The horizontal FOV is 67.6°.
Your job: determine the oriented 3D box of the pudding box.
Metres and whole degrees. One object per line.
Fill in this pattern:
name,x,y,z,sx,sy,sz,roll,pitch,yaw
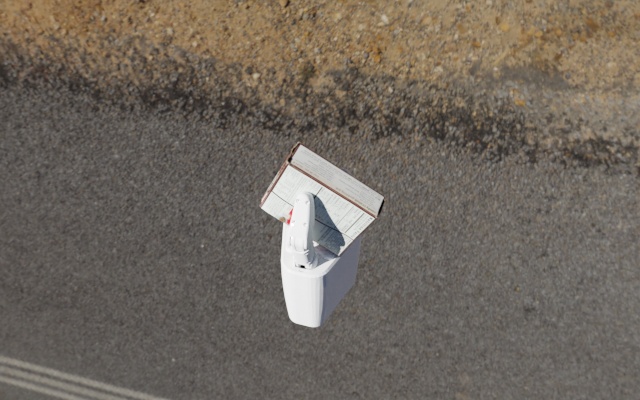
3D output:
pudding box,0.000,0.002,0.522,0.113,0.039,0.090,31,-43,-7
